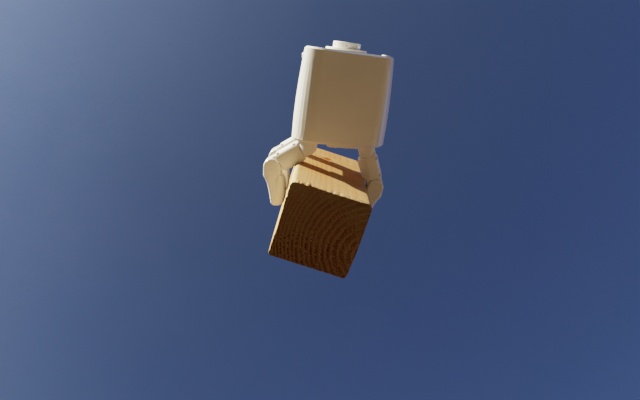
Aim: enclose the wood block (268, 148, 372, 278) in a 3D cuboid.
[{"bbox_3d":[0.001,0.002,0.597,0.091,0.090,0.206,18,17,-4],"label":"wood block"}]
